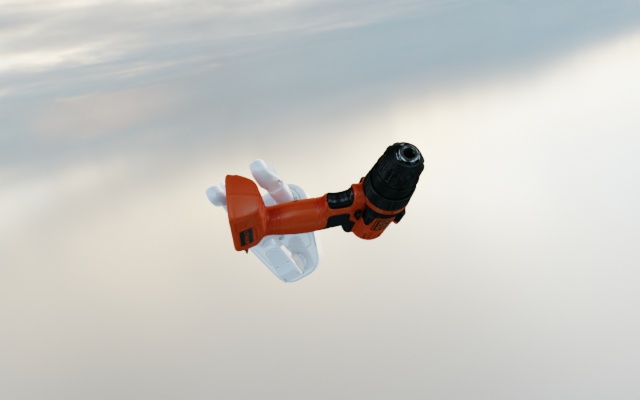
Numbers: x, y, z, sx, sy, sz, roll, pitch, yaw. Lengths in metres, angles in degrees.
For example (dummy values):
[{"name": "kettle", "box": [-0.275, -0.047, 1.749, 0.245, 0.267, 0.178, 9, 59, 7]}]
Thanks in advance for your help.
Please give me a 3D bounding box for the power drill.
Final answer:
[{"name": "power drill", "box": [0.000, 0.002, 0.489, 0.187, 0.057, 0.184, -4, -24, -9]}]
